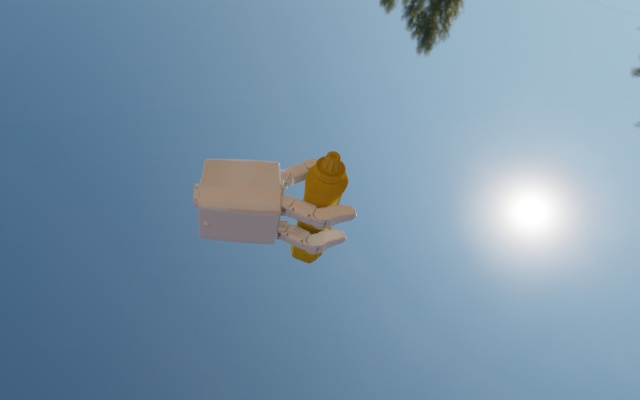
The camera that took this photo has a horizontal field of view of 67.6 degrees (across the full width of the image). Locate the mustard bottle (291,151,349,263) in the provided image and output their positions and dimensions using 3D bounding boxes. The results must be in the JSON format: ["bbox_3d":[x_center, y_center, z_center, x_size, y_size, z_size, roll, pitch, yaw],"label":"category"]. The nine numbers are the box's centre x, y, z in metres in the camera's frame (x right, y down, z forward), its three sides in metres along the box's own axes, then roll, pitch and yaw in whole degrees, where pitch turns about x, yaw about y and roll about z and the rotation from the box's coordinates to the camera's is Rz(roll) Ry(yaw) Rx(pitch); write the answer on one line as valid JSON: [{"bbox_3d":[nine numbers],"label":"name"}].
[{"bbox_3d":[0.000,0.002,0.687,0.058,0.096,0.192,22,-41,6],"label":"mustard bottle"}]
